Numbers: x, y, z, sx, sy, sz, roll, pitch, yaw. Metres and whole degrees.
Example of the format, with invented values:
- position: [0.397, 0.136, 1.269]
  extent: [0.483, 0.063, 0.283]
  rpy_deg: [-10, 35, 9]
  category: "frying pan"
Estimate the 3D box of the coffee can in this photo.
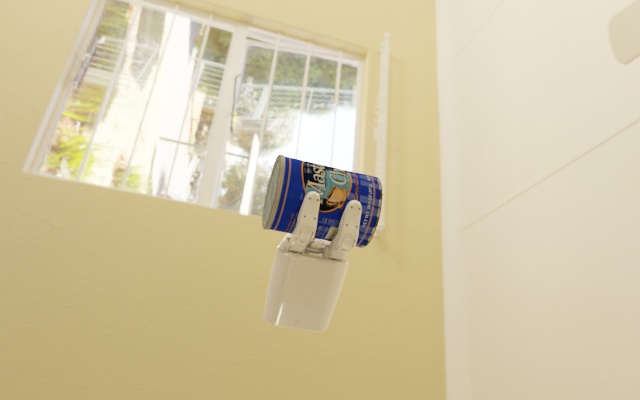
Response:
- position: [0.000, 0.002, 0.652]
  extent: [0.140, 0.103, 0.103]
  rpy_deg: [12, -3, -13]
  category: "coffee can"
